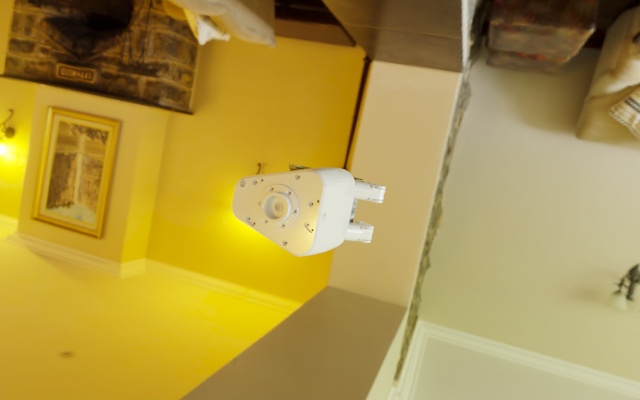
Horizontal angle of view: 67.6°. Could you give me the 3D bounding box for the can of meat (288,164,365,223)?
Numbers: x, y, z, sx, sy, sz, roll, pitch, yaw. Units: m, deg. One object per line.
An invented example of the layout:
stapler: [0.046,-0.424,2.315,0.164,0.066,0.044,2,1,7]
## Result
can of meat: [0.000,0.002,0.646,0.102,0.084,0.057,13,6,17]
